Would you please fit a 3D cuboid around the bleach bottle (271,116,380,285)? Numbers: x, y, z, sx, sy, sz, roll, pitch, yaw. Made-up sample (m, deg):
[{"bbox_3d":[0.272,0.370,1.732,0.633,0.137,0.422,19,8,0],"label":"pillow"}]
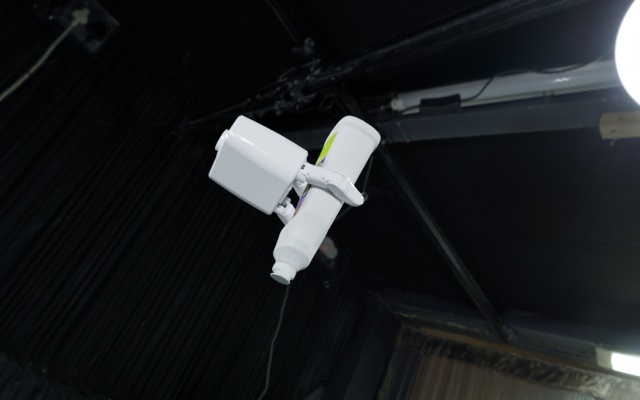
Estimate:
[{"bbox_3d":[0.000,0.002,0.682,0.068,0.250,0.102,31,-27,-8],"label":"bleach bottle"}]
